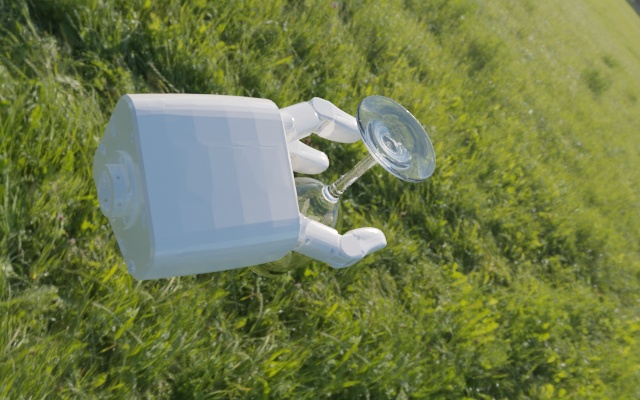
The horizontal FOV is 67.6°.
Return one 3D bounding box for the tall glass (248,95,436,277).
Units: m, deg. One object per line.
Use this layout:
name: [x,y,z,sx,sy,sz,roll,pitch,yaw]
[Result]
tall glass: [0.001,0.001,0.411,0.079,0.079,0.201,0,-28,-39]
